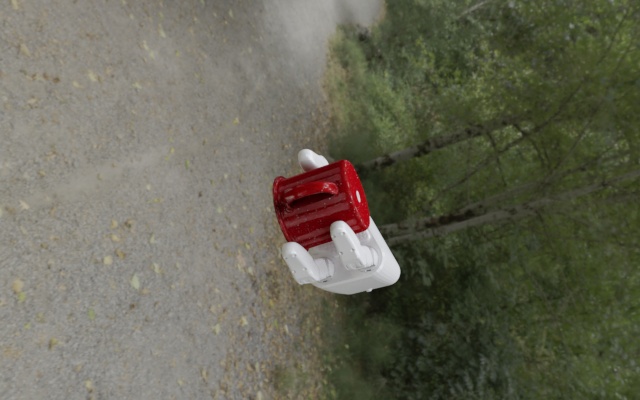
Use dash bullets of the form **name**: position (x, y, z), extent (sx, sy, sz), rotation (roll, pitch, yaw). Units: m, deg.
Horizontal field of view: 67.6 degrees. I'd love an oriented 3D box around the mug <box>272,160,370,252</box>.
- **mug**: position (0.000, 0.001, 0.513), extent (0.081, 0.093, 0.117), rotation (-18, -21, 15)
